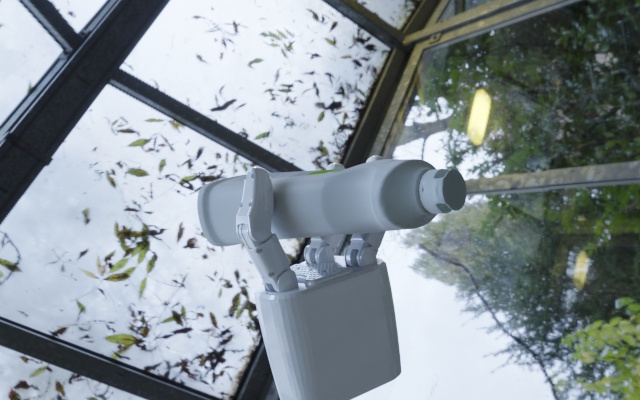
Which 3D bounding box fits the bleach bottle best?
[{"bbox_3d":[0.000,0.001,0.405,0.102,0.068,0.251,-16,8,-41],"label":"bleach bottle"}]
